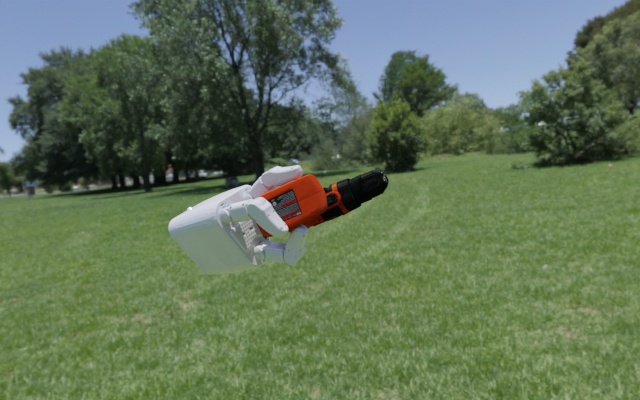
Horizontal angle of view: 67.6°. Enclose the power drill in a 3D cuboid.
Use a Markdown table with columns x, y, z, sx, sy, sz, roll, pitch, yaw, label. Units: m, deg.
| x | y | z | sx | sy | sz | roll | pitch | yaw | label |
| --- | --- | --- | --- | --- | --- | --- | --- | --- | --- |
| 0.000 | 0.002 | 0.692 | 0.184 | 0.057 | 0.187 | -26 | -9 | 17 | power drill |
